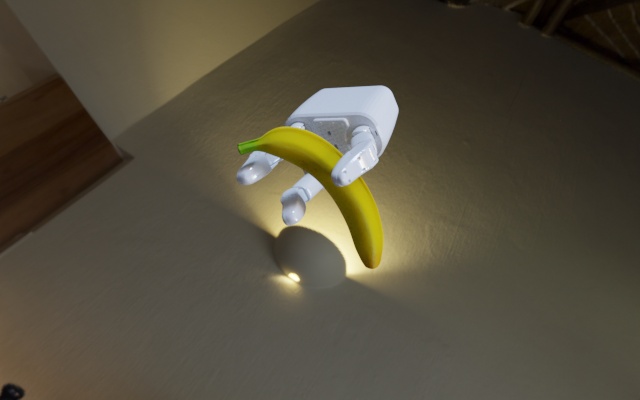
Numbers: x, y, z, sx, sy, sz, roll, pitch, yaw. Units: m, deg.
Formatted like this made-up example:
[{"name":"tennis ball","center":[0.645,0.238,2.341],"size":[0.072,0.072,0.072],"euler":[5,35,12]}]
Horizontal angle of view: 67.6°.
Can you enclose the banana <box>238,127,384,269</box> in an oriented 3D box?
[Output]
[{"name":"banana","center":[0.011,-0.012,0.493],"size":[0.070,0.198,0.037],"euler":[-41,14,23]}]
